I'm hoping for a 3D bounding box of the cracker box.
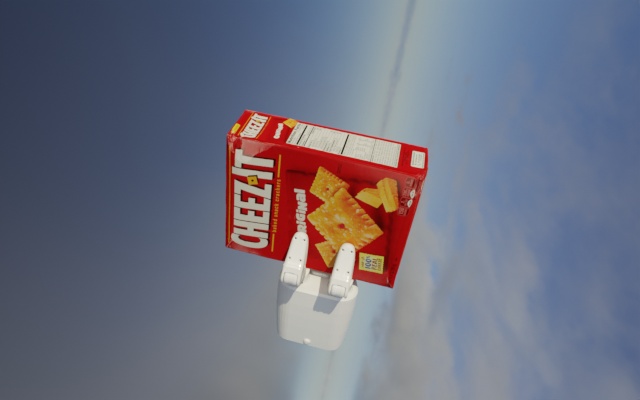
[{"bbox_3d":[0.000,0.002,0.554,0.213,0.164,0.072,13,36,5],"label":"cracker box"}]
